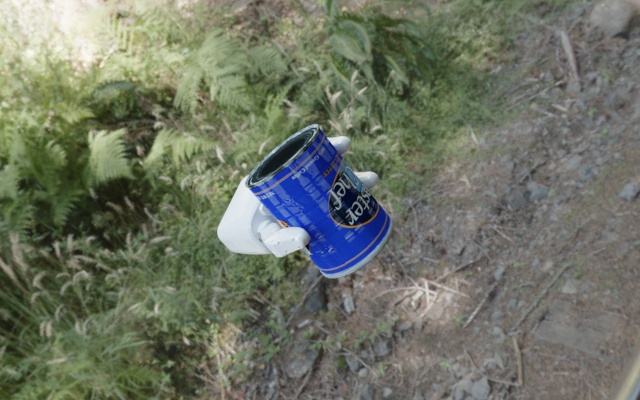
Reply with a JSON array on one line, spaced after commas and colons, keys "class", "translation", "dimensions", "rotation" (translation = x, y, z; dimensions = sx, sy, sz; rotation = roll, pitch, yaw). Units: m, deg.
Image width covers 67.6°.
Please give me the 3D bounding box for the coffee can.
[{"class": "coffee can", "translation": [0.000, 0.002, 0.532], "dimensions": [0.103, 0.140, 0.102], "rotation": [-35, 19, 14]}]
